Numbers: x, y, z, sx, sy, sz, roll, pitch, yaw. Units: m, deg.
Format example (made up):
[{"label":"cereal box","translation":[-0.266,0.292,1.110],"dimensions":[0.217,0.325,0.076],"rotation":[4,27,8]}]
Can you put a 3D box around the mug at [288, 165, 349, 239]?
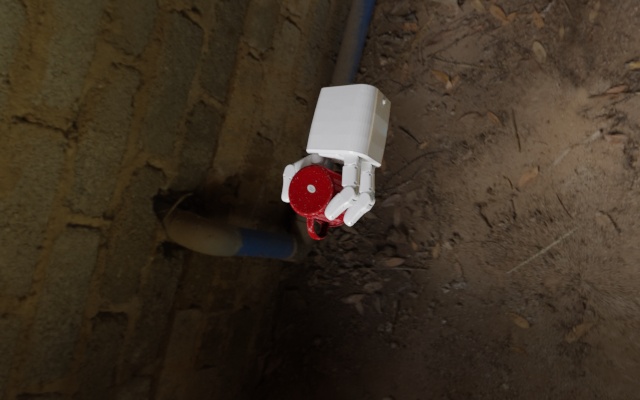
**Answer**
[{"label":"mug","translation":[0.000,0.004,0.750],"dimensions":[0.093,0.117,0.081],"rotation":[7,-6,29]}]
